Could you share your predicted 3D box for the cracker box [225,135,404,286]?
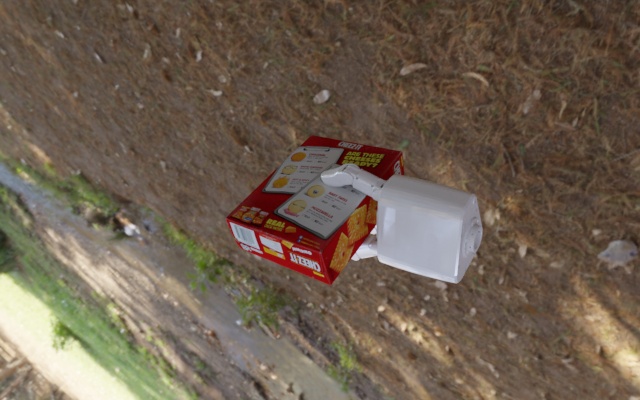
[{"bbox_3d":[0.000,0.002,0.679,0.164,0.072,0.213,16,47,32],"label":"cracker box"}]
